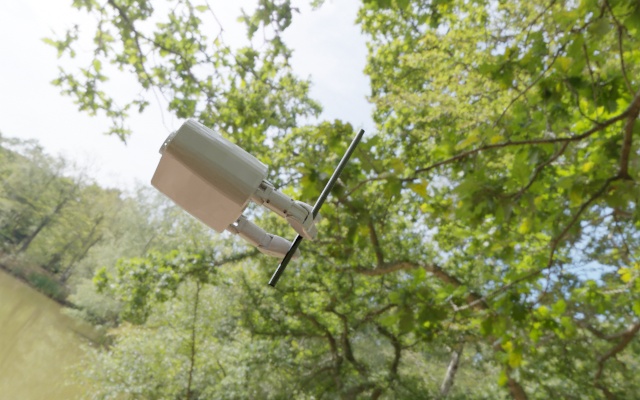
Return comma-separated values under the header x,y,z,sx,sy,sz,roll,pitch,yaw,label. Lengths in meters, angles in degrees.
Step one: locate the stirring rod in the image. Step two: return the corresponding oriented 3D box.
x,y,z,sx,sy,sz,roll,pitch,yaw,label
0.000,0.002,0.596,0.011,0.239,0.011,26,-23,12,stirring rod
